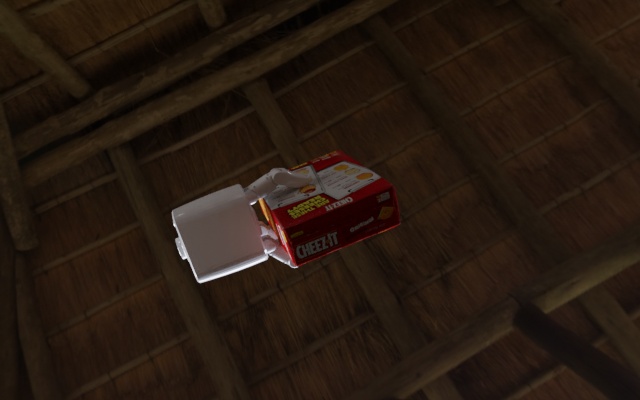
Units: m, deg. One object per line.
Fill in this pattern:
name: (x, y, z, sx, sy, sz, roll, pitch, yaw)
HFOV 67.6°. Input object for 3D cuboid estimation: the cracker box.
cracker box: (0.000, 0.002, 0.732, 0.164, 0.072, 0.213, -22, 25, -11)
